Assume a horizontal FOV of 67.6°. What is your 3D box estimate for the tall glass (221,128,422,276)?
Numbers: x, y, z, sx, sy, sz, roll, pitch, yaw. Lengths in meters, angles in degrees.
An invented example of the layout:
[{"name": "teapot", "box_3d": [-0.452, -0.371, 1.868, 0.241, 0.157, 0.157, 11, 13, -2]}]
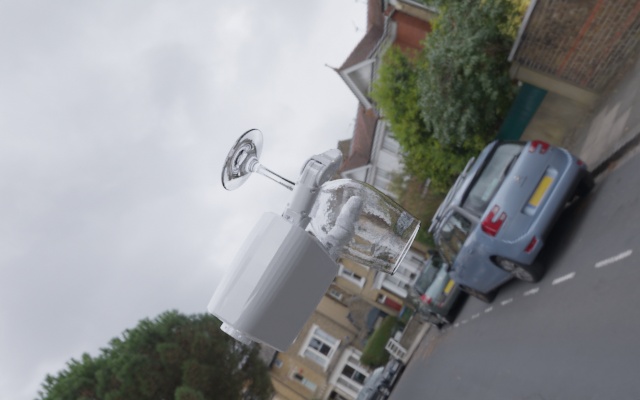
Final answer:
[{"name": "tall glass", "box_3d": [0.000, 0.001, 0.492, 0.201, 0.079, 0.079, 28, 8, 15]}]
